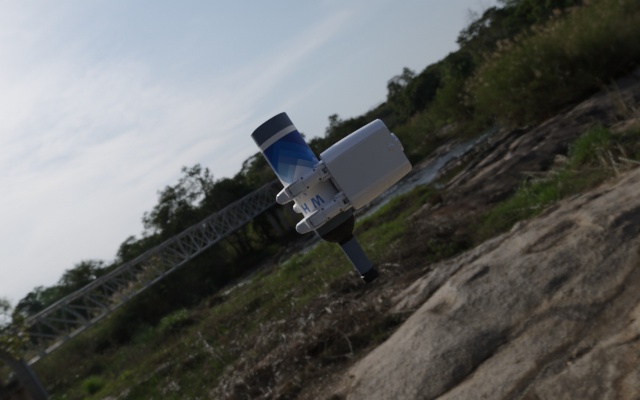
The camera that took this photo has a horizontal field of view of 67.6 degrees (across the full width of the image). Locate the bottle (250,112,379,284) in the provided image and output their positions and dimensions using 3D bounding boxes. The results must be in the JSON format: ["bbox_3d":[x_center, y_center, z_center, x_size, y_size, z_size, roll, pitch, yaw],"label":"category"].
[{"bbox_3d":[0.000,0.002,0.749,0.069,0.296,0.069,-34,2,1],"label":"bottle"}]
